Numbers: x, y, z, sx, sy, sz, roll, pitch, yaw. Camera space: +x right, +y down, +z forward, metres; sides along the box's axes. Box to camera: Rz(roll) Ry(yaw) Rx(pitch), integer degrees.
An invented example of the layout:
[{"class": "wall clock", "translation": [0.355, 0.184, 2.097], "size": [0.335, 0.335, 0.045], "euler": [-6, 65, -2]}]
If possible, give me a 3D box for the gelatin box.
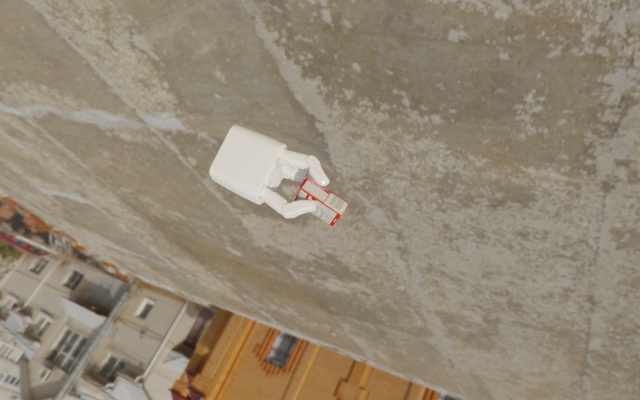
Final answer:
[{"class": "gelatin box", "translation": [0.000, 0.003, 0.857], "size": [0.089, 0.030, 0.073], "euler": [34, -22, 2]}]
